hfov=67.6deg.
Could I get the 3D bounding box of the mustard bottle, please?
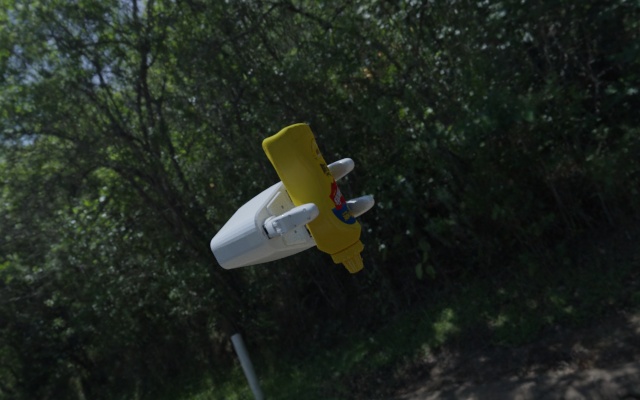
[{"bbox_3d":[0.000,0.002,0.586,0.058,0.191,0.096,-27,2,13],"label":"mustard bottle"}]
